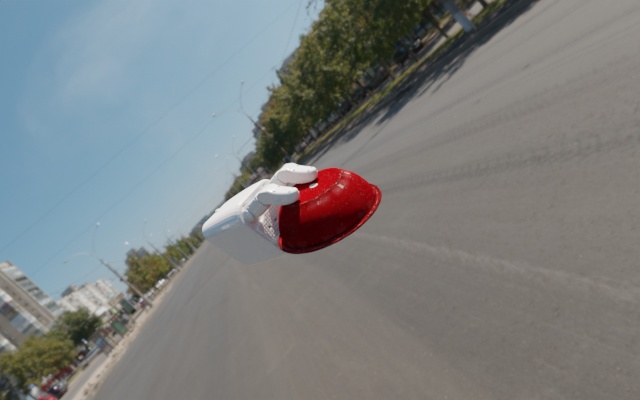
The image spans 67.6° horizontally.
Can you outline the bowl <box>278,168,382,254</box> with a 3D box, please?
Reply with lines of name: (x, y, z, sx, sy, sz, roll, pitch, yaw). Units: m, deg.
bowl: (0.001, 0.001, 0.658, 0.162, 0.055, 0.162, -25, 22, 11)
